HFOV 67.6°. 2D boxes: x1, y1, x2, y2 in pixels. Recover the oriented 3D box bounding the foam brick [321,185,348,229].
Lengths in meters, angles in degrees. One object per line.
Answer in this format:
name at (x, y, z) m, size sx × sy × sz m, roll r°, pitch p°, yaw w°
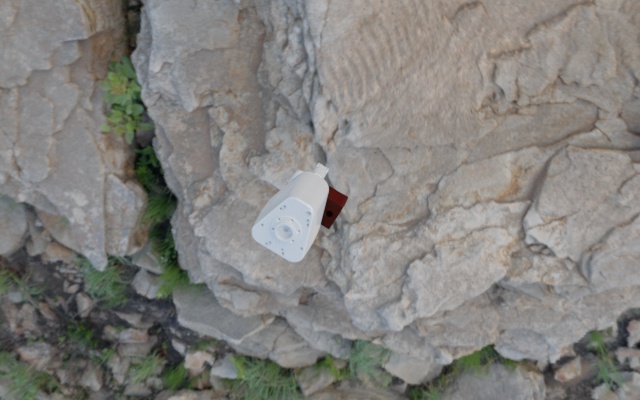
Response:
foam brick at (0.000, 0.003, 0.841) m, size 0.078 × 0.053 × 0.051 m, roll 31°, pitch 26°, yaw -3°
